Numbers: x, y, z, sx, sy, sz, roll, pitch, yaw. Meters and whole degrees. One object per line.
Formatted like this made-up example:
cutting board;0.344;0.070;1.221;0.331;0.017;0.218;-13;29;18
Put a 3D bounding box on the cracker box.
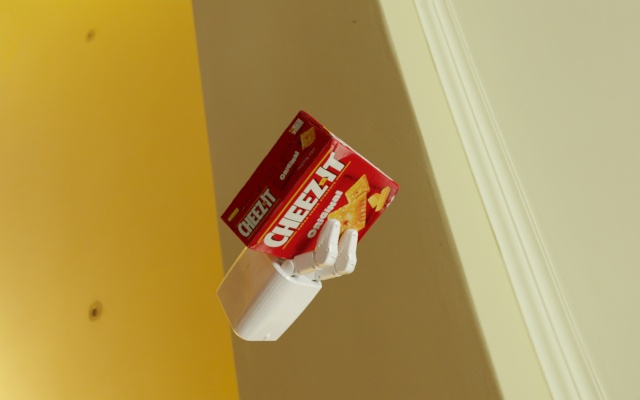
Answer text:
cracker box;0.000;0.002;0.633;0.072;0.164;0.214;42;9;32
